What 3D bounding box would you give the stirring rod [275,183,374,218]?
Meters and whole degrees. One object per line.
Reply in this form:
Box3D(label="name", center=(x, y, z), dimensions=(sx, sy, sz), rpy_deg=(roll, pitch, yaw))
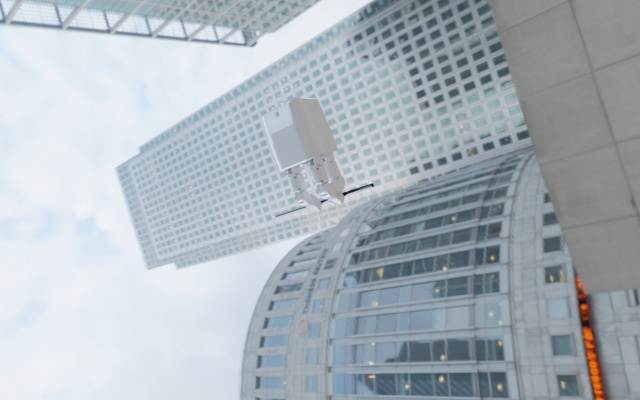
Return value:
Box3D(label="stirring rod", center=(0.000, 0.003, 0.888), dimensions=(0.239, 0.011, 0.011), rpy_deg=(-18, -12, 39))
